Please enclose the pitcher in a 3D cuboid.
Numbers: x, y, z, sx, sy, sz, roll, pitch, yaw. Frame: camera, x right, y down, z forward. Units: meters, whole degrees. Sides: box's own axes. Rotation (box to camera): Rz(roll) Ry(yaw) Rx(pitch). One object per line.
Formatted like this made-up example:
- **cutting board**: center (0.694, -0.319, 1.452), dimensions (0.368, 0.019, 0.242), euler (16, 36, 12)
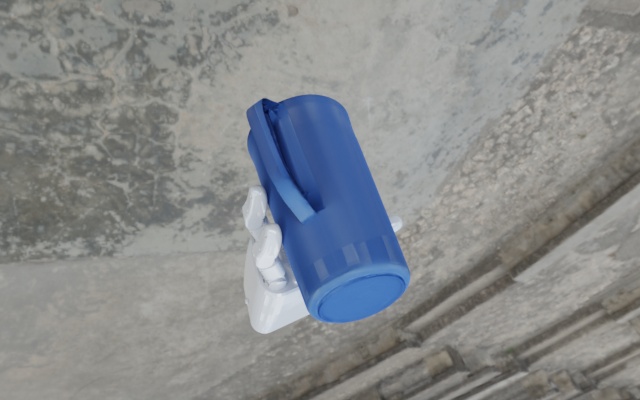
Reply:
- **pitcher**: center (0.000, 0.002, 0.526), dimensions (0.149, 0.242, 0.145), euler (-4, -39, -21)
